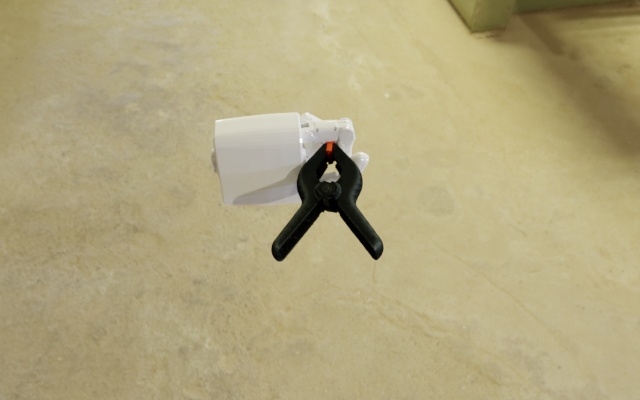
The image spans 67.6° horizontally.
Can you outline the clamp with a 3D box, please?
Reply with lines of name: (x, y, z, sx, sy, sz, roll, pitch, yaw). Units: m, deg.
clamp: (0.000, 0.001, 0.554, 0.120, 0.171, 0.039, -5, -41, -4)
